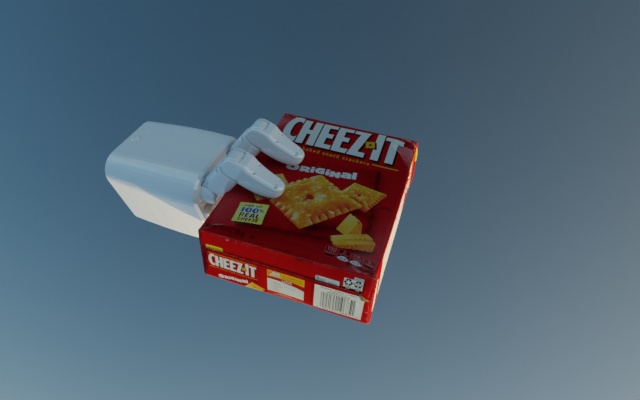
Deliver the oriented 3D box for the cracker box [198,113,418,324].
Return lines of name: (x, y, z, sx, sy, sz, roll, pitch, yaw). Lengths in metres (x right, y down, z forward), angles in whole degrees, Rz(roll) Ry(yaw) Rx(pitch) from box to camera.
cracker box: (0.000, 0.002, 0.492, 0.164, 0.072, 0.213, 15, 43, 11)
